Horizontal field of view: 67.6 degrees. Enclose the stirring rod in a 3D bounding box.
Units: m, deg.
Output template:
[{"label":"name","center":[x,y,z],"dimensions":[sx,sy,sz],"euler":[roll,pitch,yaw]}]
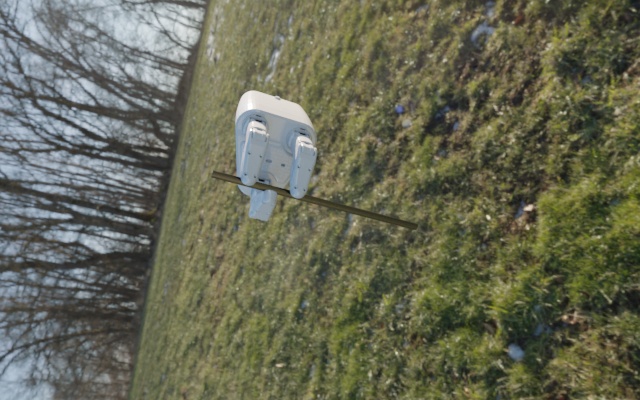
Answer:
[{"label":"stirring rod","center":[0.000,0.002,0.526],"dimensions":[0.239,0.011,0.011],"euler":[15,-4,-16]}]
